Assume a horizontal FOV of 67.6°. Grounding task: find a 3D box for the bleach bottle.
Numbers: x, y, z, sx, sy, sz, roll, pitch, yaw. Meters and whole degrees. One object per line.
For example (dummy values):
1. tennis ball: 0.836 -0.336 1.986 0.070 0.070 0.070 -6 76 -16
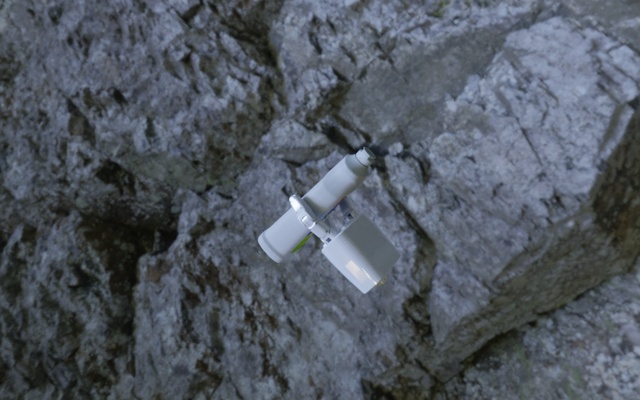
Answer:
1. bleach bottle: 0.000 0.003 0.852 0.251 0.068 0.102 -46 -6 23
